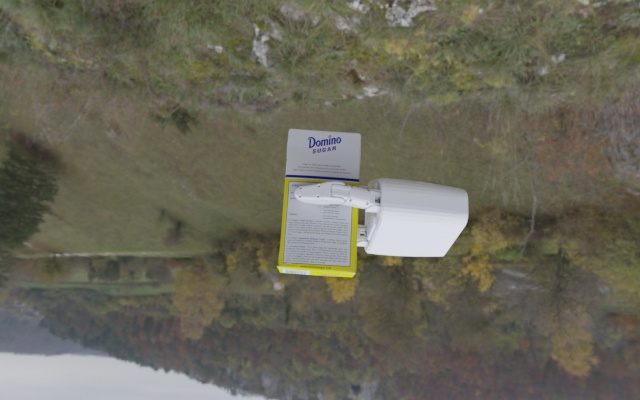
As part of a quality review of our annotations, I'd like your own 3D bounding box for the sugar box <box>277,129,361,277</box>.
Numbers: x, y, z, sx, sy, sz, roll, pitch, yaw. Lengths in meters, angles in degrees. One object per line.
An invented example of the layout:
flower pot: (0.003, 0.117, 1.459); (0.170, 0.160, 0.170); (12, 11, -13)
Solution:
sugar box: (0.000, 0.002, 0.589); (0.093, 0.176, 0.048); (4, -18, -1)
